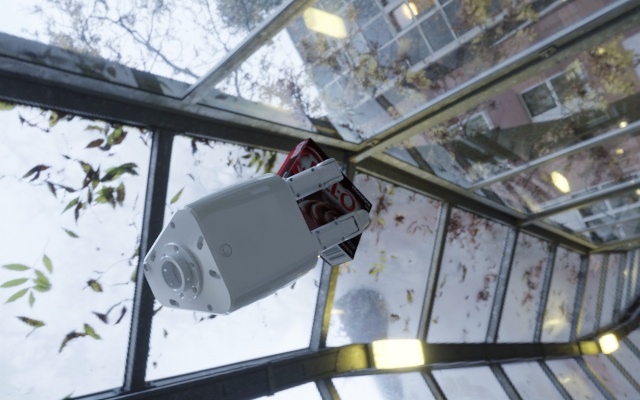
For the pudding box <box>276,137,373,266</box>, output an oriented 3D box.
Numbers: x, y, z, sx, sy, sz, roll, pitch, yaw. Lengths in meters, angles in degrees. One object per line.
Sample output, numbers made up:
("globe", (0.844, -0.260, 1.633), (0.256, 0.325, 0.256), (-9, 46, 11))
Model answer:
("pudding box", (0.000, 0.002, 0.514), (0.039, 0.113, 0.090), (-25, 27, 39))
